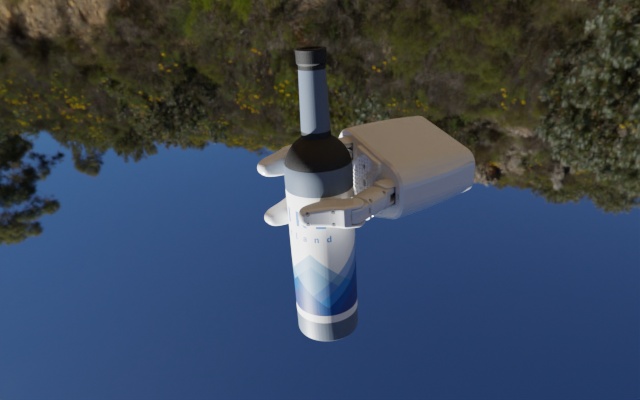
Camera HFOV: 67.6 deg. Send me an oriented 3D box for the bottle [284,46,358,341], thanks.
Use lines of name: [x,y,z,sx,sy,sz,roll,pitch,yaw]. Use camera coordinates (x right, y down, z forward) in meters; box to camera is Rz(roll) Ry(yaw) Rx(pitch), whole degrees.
bottle: [0.000,0.002,0.475,0.069,0.296,0.069,-3,24,1]
